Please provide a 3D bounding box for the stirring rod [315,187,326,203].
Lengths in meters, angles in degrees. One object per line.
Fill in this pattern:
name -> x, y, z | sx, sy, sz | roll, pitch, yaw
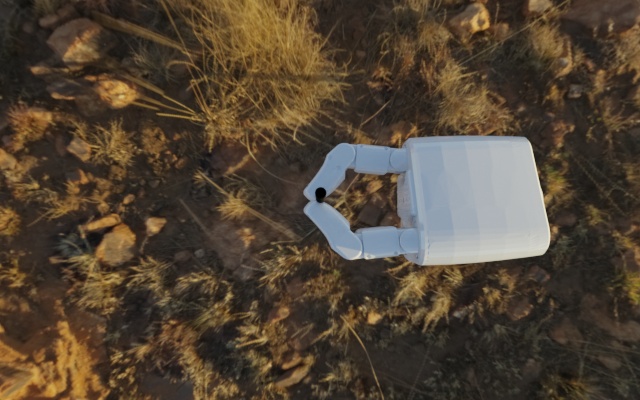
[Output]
stirring rod -> 0.000, 0.001, 0.450 | 0.011, 0.011, 0.239 | 0, -3, 0
